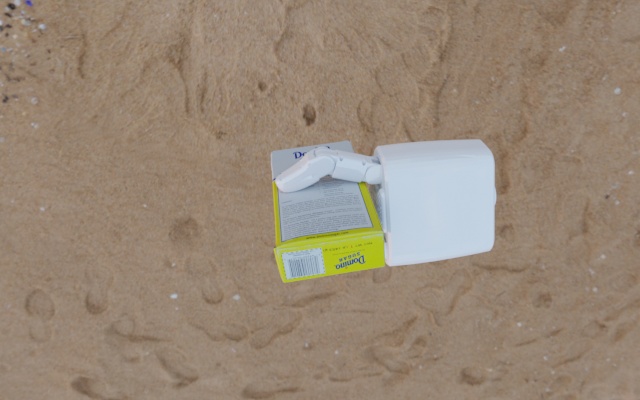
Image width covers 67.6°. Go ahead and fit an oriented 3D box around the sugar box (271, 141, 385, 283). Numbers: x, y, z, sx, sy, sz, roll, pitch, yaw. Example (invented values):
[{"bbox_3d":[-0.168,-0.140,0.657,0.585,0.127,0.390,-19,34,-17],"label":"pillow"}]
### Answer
[{"bbox_3d":[0.000,0.002,0.473,0.093,0.048,0.176,-8,31,-1],"label":"sugar box"}]
